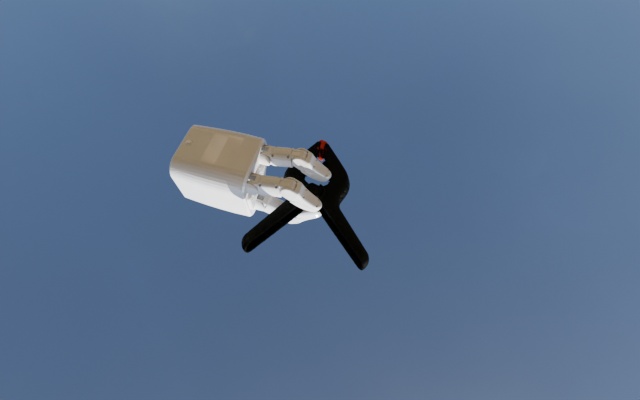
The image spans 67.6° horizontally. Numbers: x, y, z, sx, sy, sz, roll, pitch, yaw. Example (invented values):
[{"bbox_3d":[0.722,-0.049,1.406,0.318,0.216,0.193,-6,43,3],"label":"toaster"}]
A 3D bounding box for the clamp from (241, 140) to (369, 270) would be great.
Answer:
[{"bbox_3d":[0.000,0.002,0.666,0.164,0.209,0.036,15,-37,3],"label":"clamp"}]
